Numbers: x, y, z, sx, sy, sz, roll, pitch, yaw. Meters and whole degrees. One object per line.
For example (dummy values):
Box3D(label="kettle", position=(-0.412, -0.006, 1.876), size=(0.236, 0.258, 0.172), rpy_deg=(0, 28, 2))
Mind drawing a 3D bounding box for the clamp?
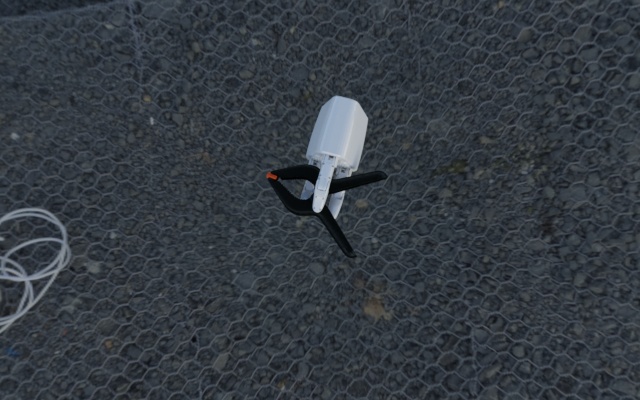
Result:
Box3D(label="clamp", position=(0.000, 0.002, 0.853), size=(0.210, 0.164, 0.036), rpy_deg=(15, -9, 4))
